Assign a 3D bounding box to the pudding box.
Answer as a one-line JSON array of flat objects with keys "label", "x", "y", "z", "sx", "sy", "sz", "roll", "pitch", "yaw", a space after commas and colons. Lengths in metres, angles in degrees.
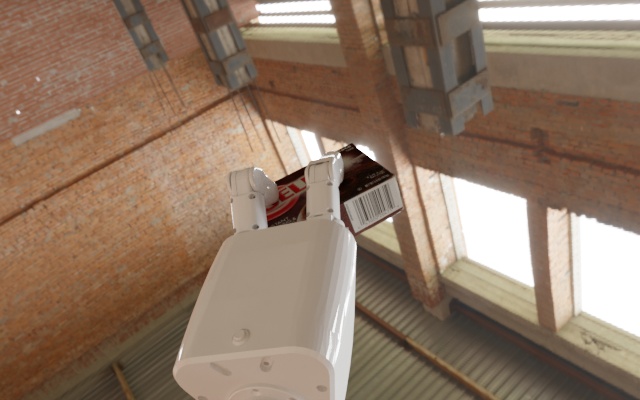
[{"label": "pudding box", "x": 0.000, "y": 0.001, "z": 0.403, "sx": 0.113, "sy": 0.039, "sz": 0.090, "roll": -25, "pitch": 30, "yaw": -8}]
